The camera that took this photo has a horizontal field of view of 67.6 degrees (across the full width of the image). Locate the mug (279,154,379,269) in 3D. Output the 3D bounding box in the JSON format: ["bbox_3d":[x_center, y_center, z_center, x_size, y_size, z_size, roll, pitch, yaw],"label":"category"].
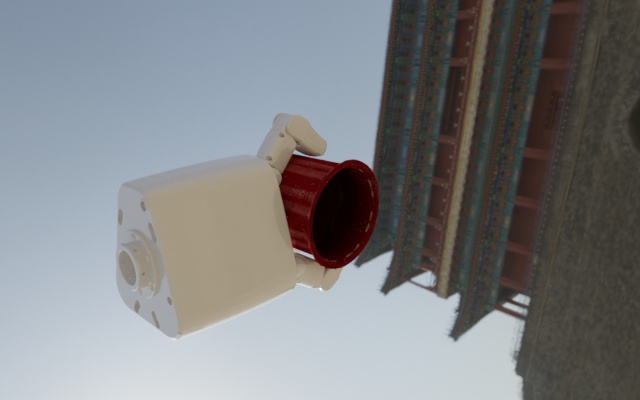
[{"bbox_3d":[0.001,0.001,0.429,0.081,0.093,0.117,16,22,40],"label":"mug"}]
